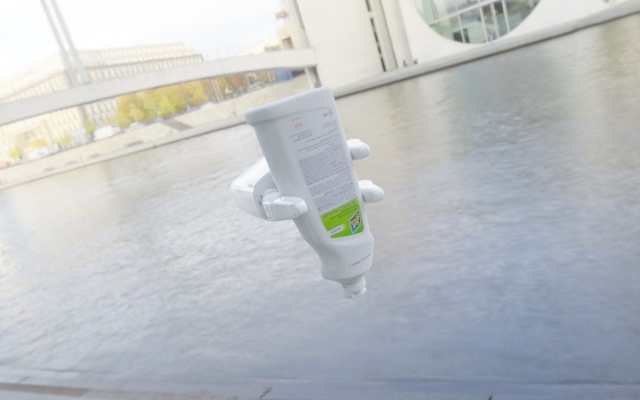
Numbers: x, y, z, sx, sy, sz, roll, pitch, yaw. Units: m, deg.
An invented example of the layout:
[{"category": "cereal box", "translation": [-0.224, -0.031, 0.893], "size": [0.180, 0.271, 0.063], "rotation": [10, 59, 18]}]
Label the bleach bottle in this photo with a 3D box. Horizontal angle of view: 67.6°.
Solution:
[{"category": "bleach bottle", "translation": [0.000, 0.002, 0.560], "size": [0.102, 0.251, 0.068], "rotation": [-24, 15, -25]}]
